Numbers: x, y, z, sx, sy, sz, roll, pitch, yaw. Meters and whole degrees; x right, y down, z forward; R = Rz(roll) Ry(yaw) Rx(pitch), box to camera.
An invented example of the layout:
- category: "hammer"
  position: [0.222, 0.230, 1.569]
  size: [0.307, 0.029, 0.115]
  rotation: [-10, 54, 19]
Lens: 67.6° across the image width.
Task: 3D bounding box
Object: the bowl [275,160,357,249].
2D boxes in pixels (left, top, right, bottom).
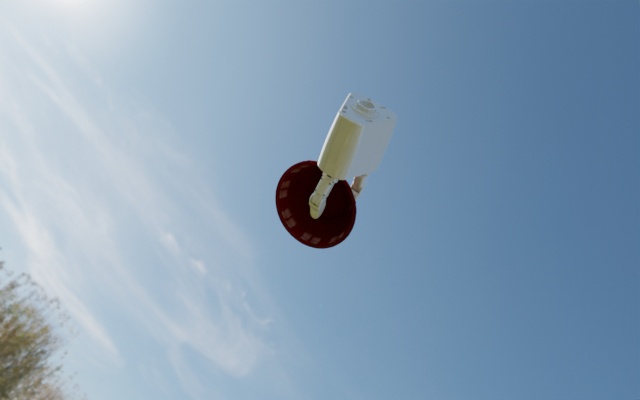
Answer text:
- category: "bowl"
  position: [0.000, 0.004, 0.863]
  size: [0.162, 0.162, 0.055]
  rotation: [0, 14, 28]
